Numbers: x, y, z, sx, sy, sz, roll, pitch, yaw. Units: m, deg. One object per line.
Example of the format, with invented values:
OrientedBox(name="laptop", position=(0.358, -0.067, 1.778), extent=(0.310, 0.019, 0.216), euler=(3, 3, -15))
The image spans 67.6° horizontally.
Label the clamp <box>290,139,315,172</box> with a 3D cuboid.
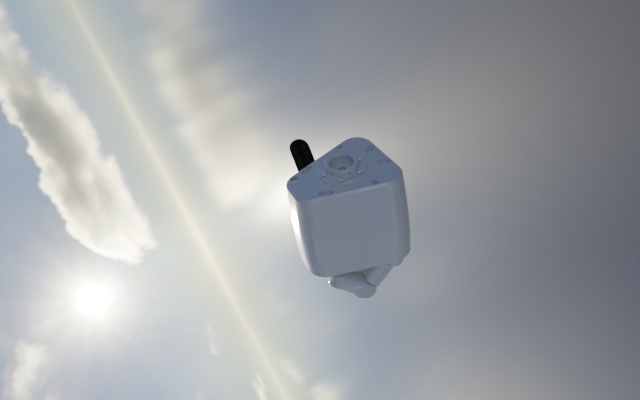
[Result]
OrientedBox(name="clamp", position=(0.000, 0.002, 0.606), extent=(0.039, 0.120, 0.171), euler=(-24, 42, -18))
